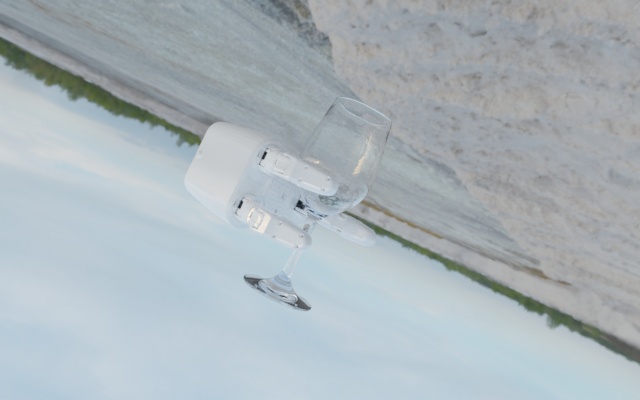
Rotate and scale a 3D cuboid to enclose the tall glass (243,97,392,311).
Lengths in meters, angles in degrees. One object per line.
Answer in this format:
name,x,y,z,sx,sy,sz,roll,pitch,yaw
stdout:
tall glass,0.000,0.002,0.472,0.079,0.201,0.079,26,0,0
